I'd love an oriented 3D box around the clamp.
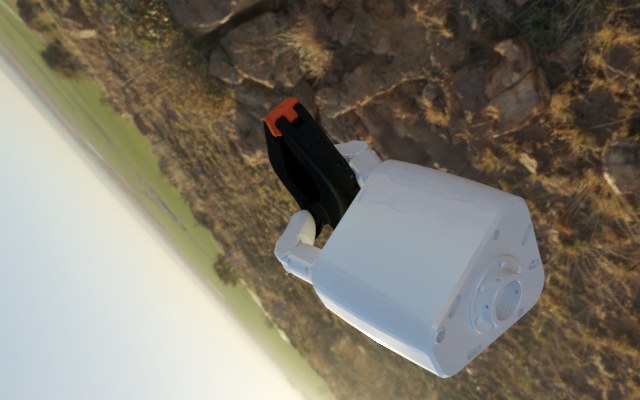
[{"bbox_3d":[-0.001,0.002,0.428,0.036,0.210,0.164,-44,36,-20],"label":"clamp"}]
